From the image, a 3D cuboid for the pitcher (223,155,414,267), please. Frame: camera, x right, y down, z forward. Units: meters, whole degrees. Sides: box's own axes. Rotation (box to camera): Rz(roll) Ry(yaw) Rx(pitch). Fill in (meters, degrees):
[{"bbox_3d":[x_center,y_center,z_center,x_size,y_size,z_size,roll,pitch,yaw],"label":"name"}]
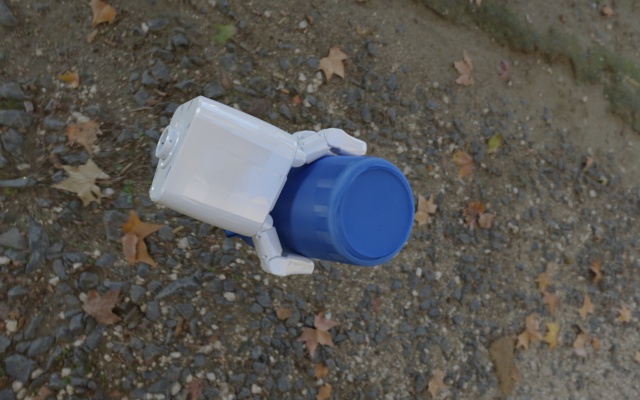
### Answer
[{"bbox_3d":[0.000,0.002,0.564,0.145,0.149,0.243,24,-10,-30],"label":"pitcher"}]
